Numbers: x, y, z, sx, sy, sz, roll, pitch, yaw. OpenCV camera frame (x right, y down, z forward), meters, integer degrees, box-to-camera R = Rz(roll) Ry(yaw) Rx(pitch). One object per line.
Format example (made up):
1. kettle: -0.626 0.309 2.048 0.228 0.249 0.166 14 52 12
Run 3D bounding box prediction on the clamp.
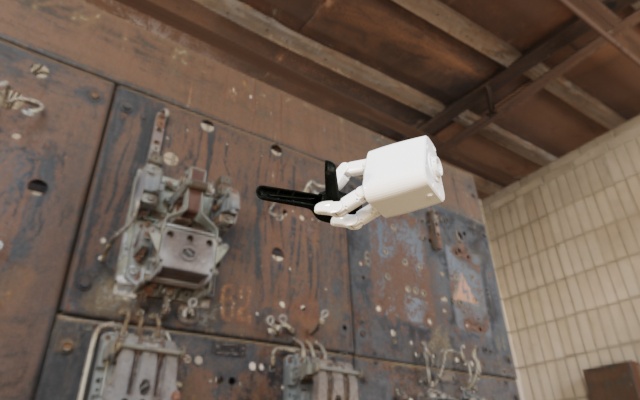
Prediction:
1. clamp: 0.001 0.002 0.853 0.164 0.036 0.210 -13 -32 30
